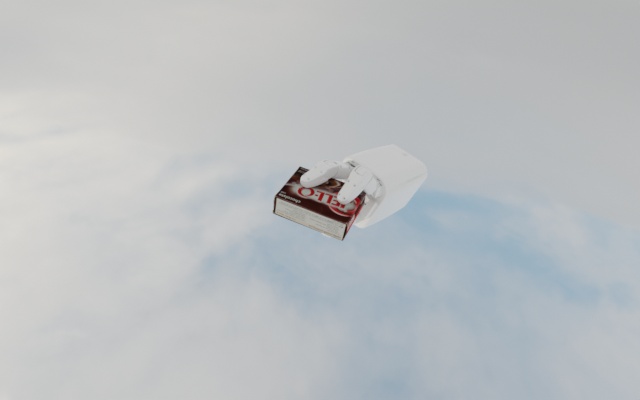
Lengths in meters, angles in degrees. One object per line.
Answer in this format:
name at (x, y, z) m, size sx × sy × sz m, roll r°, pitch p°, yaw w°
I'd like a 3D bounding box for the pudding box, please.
pudding box at (0.000, 0.002, 0.694) m, size 0.113 × 0.039 × 0.090 m, roll 19°, pitch 37°, yaw 12°
